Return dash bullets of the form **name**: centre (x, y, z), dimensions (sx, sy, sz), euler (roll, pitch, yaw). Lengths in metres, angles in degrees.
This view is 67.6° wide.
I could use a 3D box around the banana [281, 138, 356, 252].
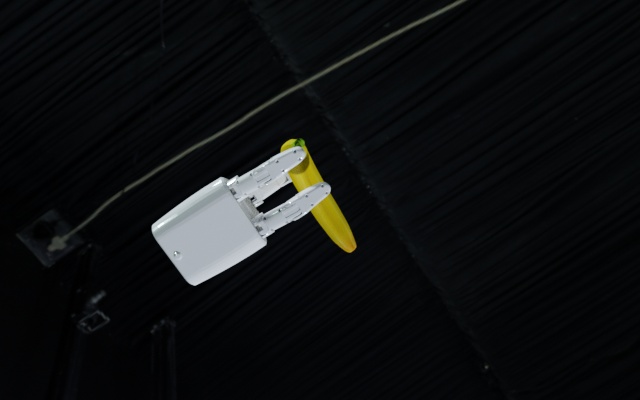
- **banana**: centre (-0.007, -0.010, 0.627), dimensions (0.037, 0.198, 0.069), euler (-30, 37, 0)
